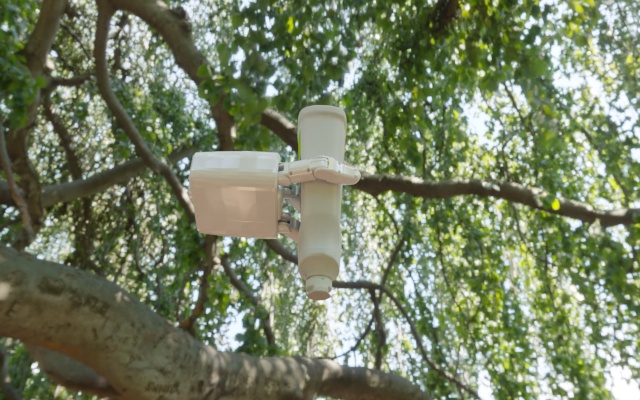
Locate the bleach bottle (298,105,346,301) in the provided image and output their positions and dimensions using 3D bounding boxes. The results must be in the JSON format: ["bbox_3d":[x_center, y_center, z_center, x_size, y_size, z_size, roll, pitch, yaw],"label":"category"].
[{"bbox_3d":[0.000,0.002,0.615,0.068,0.250,0.103,1,-34,0],"label":"bleach bottle"}]
